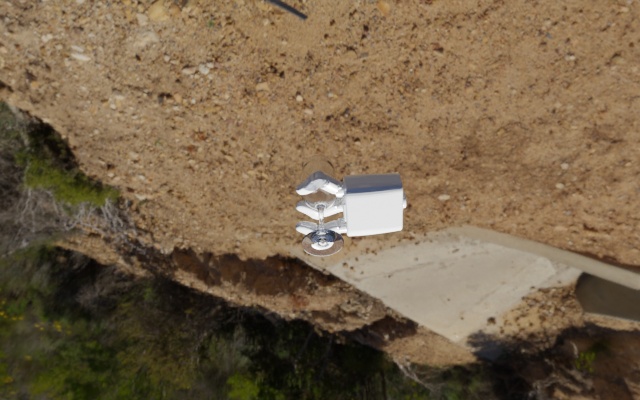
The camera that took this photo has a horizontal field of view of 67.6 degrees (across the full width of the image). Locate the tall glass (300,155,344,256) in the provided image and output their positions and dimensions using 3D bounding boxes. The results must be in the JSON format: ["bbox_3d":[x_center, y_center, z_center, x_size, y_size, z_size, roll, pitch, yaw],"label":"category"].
[{"bbox_3d":[0.000,0.003,0.899,0.079,0.200,0.079,-2,-43,-2],"label":"tall glass"}]
